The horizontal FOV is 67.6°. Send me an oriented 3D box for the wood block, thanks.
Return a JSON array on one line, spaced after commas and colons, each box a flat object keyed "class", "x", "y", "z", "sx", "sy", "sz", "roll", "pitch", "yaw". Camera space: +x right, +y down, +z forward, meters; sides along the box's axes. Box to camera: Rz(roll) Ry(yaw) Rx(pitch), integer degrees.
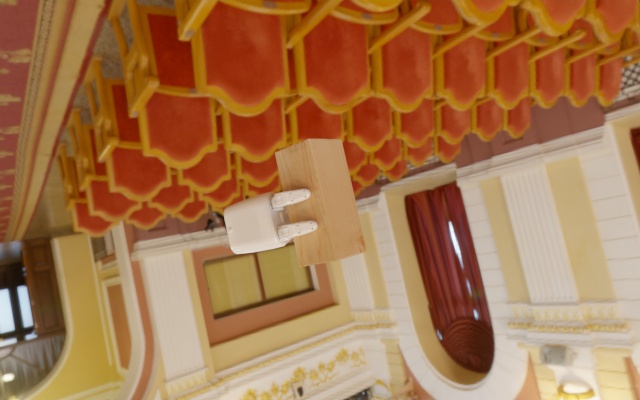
[{"class": "wood block", "x": 0.000, "y": 0.003, "z": 0.839, "sx": 0.090, "sy": 0.206, "sz": 0.091, "roll": -16, "pitch": -5, "yaw": 41}]
